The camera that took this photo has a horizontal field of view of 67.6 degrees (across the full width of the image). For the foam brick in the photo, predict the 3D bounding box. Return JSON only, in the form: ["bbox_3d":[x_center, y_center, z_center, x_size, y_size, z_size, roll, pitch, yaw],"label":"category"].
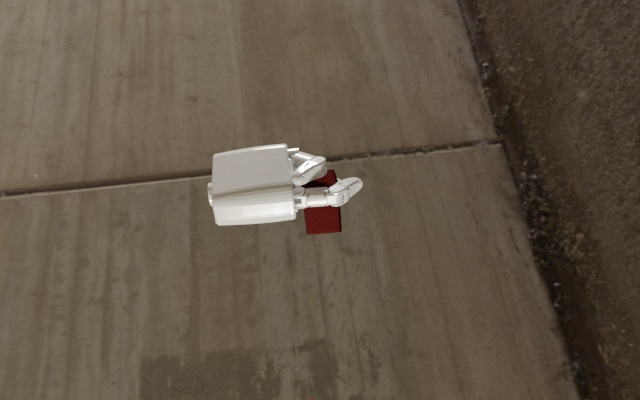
[{"bbox_3d":[0.000,0.003,0.684,0.051,0.078,0.053,-7,29,-4],"label":"foam brick"}]
